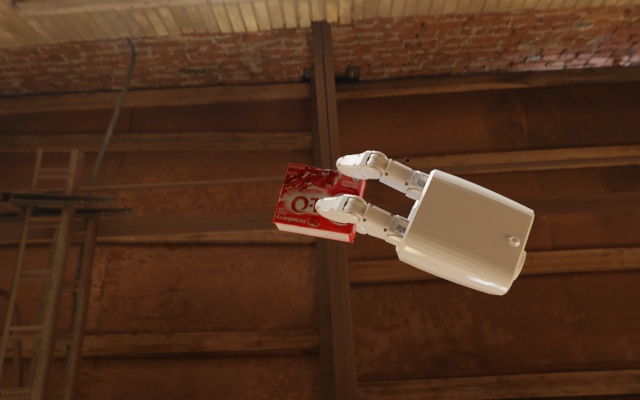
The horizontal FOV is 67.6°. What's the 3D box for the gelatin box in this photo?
[{"bbox_3d":[0.000,0.002,0.528,0.089,0.073,0.030,9,-21,11],"label":"gelatin box"}]
